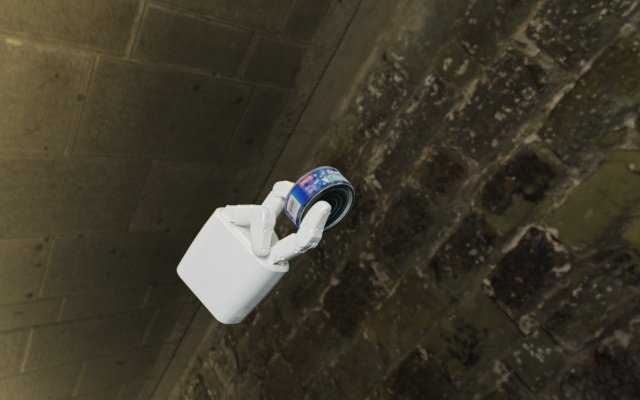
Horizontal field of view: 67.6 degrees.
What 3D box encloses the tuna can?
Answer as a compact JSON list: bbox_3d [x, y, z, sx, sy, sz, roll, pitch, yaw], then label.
[{"bbox_3d":[0.000,0.002,0.592,0.086,0.086,0.033,0,38,-44],"label":"tuna can"}]
